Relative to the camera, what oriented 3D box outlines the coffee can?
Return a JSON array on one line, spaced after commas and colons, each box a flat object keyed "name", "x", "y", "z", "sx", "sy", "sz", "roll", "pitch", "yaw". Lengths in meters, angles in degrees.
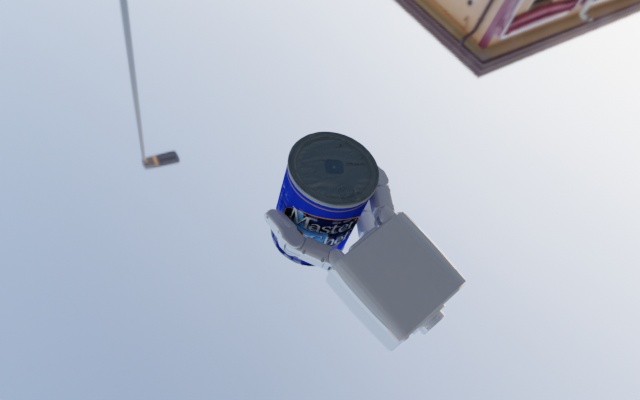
[{"name": "coffee can", "x": 0.000, "y": 0.002, "z": 0.574, "sx": 0.103, "sy": 0.102, "sz": 0.140, "roll": 0, "pitch": -34, "yaw": -15}]
